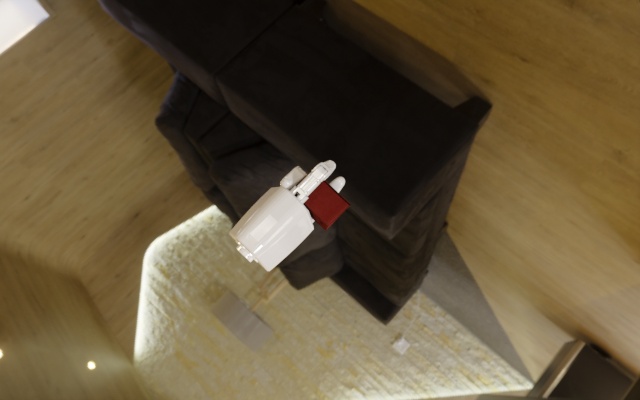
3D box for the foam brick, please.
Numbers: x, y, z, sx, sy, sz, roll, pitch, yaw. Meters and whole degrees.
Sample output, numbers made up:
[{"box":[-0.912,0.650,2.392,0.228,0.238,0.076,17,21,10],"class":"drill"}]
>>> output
[{"box":[0.000,0.003,0.768,0.078,0.051,0.053,43,-13,5],"class":"foam brick"}]
